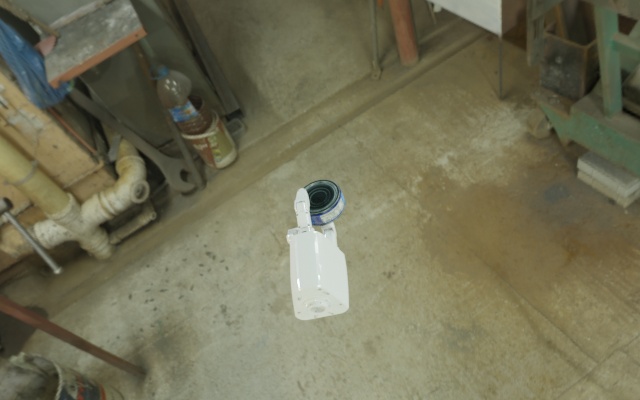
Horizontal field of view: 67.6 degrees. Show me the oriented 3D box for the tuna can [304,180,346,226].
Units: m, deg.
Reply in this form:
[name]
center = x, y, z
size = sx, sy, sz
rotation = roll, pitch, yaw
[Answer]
[tuna can]
center = 0.000, 0.002, 0.865
size = 0.086, 0.086, 0.034
rotation = 0, -40, 23
